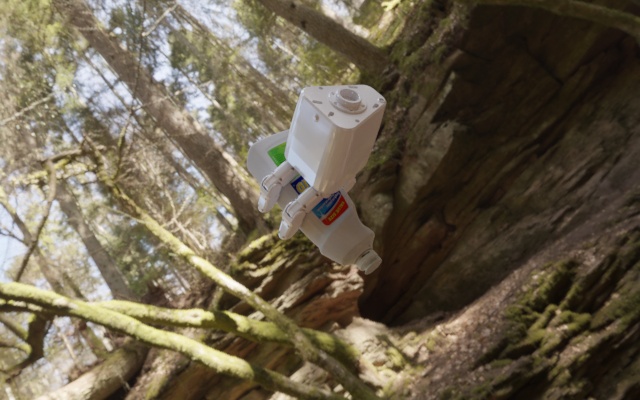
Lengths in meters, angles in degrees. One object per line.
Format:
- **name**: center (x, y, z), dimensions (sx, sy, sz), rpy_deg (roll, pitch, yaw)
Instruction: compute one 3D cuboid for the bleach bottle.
- **bleach bottle**: center (0.000, 0.002, 0.687), dimensions (0.102, 0.068, 0.250), rpy_deg (-25, 59, -32)
